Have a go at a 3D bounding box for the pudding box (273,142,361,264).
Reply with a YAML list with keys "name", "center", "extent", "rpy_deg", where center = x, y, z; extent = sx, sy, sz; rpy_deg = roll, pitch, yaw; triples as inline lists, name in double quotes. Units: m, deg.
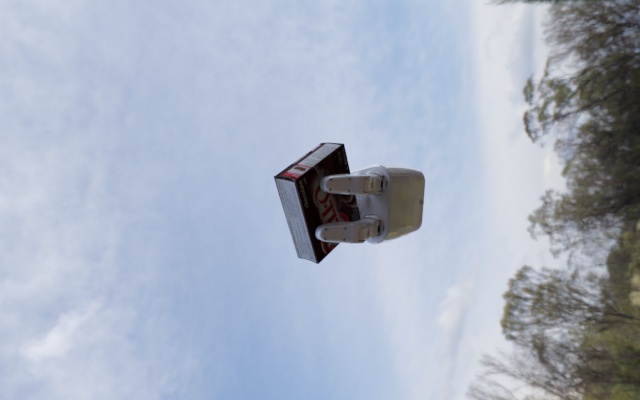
- name: "pudding box"
  center: [0.000, 0.002, 0.551]
  extent: [0.039, 0.113, 0.090]
  rpy_deg: [8, 36, 39]
